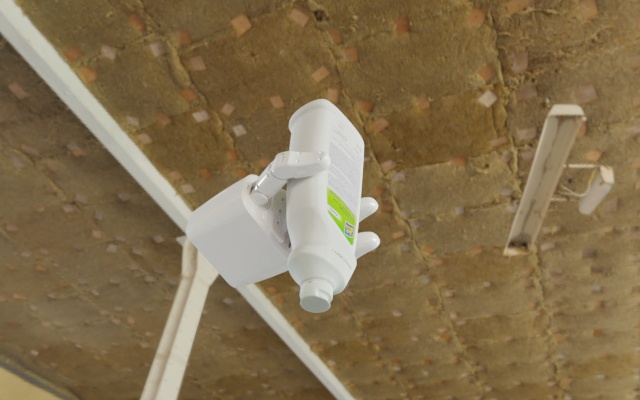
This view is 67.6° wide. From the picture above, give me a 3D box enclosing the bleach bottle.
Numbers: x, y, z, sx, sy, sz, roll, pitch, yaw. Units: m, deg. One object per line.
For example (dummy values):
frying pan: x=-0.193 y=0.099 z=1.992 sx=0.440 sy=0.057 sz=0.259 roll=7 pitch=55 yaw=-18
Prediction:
bleach bottle: x=0.000 y=0.002 z=0.523 sx=0.068 sy=0.250 sz=0.103 roll=-28 pitch=-54 yaw=30
